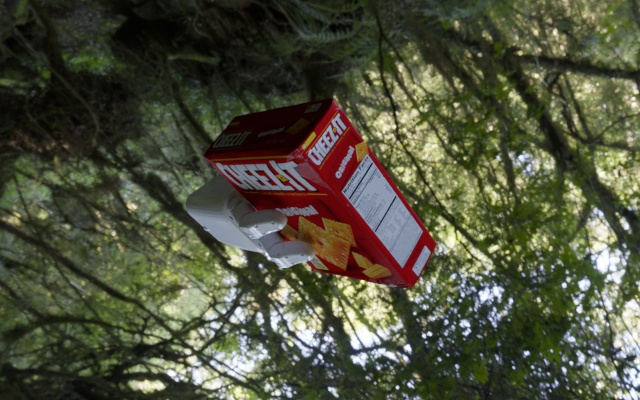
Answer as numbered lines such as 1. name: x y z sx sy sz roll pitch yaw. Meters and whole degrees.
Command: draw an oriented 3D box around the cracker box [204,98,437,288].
1. cracker box: 0.000 0.002 0.514 0.164 0.072 0.214 2 -39 48
